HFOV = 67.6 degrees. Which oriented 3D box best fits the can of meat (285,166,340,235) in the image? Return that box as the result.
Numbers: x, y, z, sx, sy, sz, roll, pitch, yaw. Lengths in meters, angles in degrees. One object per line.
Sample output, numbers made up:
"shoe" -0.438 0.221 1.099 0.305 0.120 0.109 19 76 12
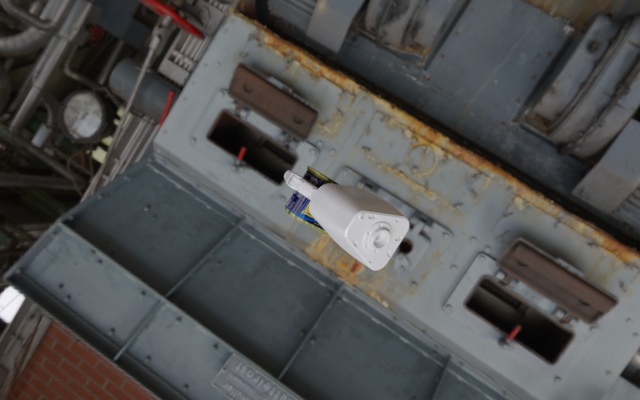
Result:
"can of meat" 0.000 0.003 0.804 0.102 0.084 0.057 29 5 -38
